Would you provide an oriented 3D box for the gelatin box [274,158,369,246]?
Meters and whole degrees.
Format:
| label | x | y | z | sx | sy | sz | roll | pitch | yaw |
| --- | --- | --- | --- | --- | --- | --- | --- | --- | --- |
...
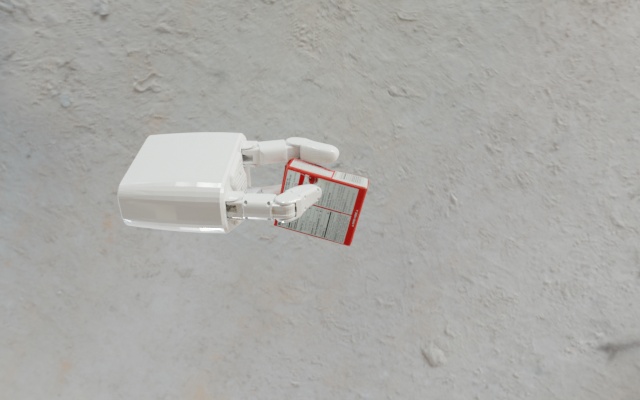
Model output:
| label | x | y | z | sx | sy | sz | roll | pitch | yaw |
| --- | --- | --- | --- | --- | --- | --- | --- | --- | --- |
| gelatin box | 0.000 | 0.002 | 0.513 | 0.089 | 0.073 | 0.030 | 16 | 27 | 4 |
